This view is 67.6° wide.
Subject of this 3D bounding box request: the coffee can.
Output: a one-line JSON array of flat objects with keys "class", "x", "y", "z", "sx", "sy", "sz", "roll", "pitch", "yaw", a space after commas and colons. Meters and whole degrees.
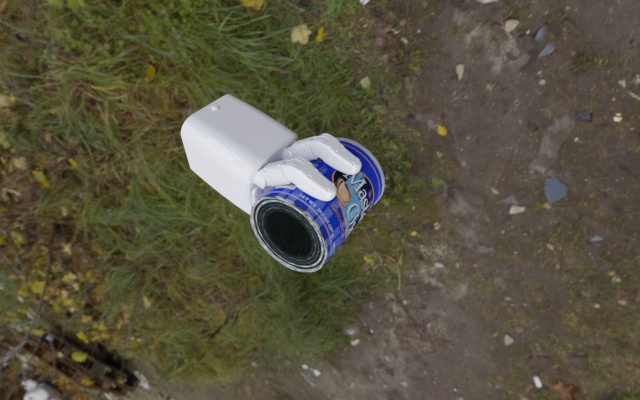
[{"class": "coffee can", "x": 0.000, "y": 0.002, "z": 0.569, "sx": 0.103, "sy": 0.103, "sz": 0.140, "roll": 0, "pitch": 32, "yaw": 39}]
